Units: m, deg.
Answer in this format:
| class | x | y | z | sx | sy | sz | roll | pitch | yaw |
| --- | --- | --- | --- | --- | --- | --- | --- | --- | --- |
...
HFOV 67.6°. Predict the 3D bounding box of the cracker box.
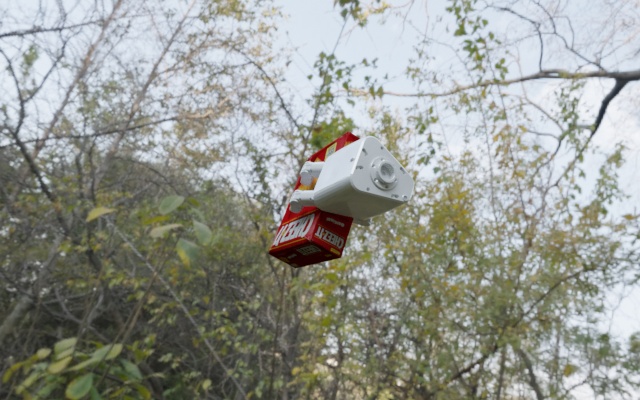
| class | x | y | z | sx | sy | sz | roll | pitch | yaw |
| --- | --- | --- | --- | --- | --- | --- | --- | --- | --- |
| cracker box | 0.000 | 0.003 | 0.848 | 0.072 | 0.213 | 0.164 | 30 | -26 | -20 |
